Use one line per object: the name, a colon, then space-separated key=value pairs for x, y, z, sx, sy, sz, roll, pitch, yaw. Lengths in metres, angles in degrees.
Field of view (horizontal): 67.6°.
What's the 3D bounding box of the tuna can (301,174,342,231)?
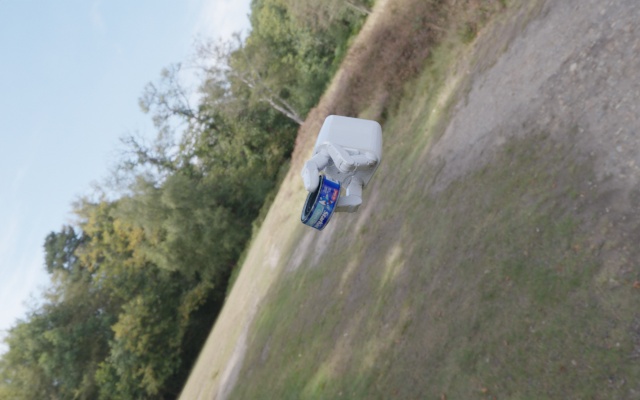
tuna can: x=0.000 y=0.002 z=0.760 sx=0.034 sy=0.086 sz=0.086 roll=23 pitch=-5 yaw=-12
